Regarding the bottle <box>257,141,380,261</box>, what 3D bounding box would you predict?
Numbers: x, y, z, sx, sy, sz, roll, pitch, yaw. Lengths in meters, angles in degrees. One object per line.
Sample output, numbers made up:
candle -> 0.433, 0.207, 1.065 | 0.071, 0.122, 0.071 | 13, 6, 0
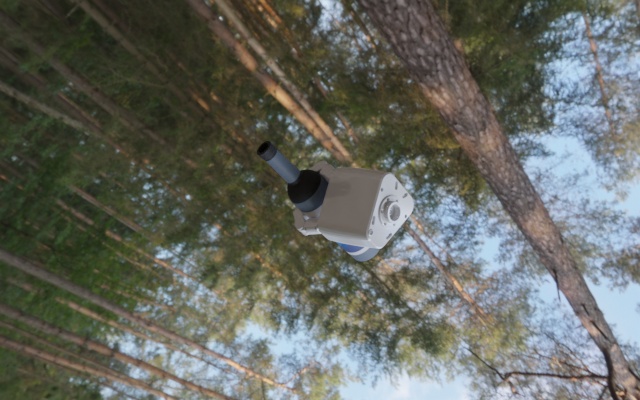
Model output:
bottle -> 0.000, 0.003, 0.806 | 0.069, 0.069, 0.296 | 0, -34, 45
